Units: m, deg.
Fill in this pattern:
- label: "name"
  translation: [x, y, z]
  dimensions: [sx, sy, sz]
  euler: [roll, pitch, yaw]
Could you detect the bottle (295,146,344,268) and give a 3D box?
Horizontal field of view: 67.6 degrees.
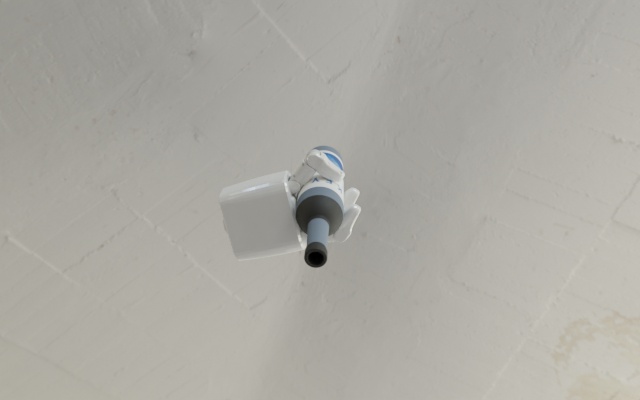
- label: "bottle"
  translation: [0.000, 0.002, 0.688]
  dimensions: [0.069, 0.069, 0.295]
  euler: [0, 26, 2]
